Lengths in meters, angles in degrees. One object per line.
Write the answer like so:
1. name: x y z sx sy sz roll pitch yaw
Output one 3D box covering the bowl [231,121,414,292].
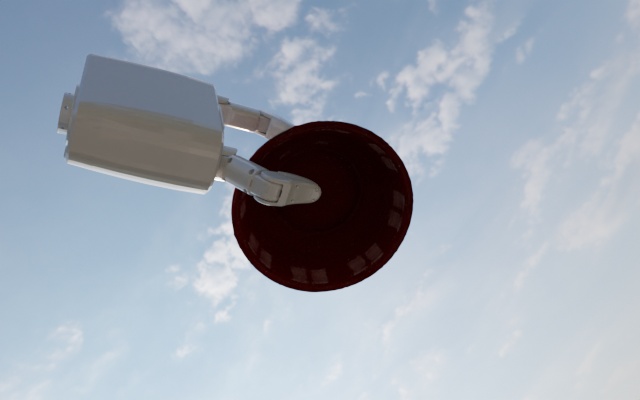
1. bowl: 0.001 0.002 0.441 0.162 0.162 0.055 0 21 -9
